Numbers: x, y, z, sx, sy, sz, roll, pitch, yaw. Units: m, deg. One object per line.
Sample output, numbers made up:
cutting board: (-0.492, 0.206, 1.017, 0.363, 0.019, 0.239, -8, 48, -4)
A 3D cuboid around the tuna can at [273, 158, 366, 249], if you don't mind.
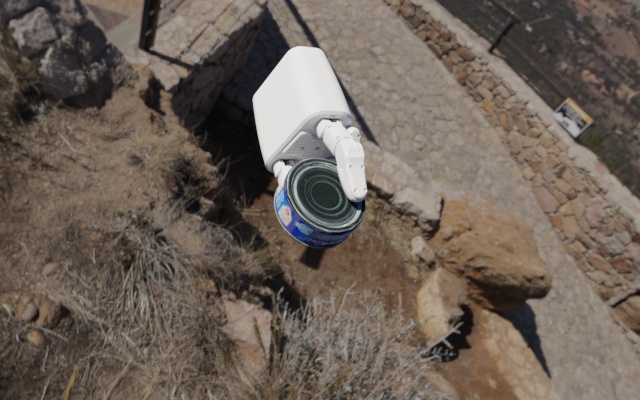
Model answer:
tuna can: (0.000, 0.001, 0.464, 0.086, 0.086, 0.034, 0, -30, -28)
